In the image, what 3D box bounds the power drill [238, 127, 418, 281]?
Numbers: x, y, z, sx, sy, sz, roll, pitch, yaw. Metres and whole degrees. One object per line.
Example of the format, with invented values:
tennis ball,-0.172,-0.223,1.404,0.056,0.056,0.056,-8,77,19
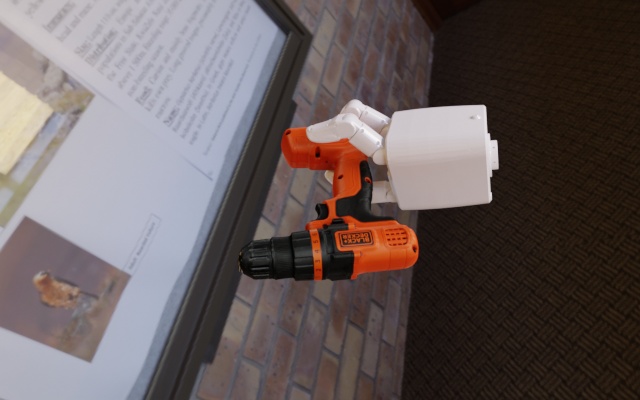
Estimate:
power drill,0.000,0.001,0.530,0.184,0.187,0.057,-3,-36,-7
